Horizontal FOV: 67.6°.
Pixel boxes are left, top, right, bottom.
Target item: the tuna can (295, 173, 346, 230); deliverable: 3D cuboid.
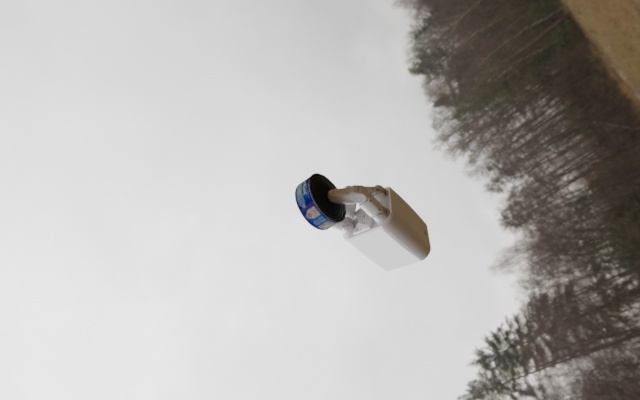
[{"bbox_3d":[0.000,0.003,0.746,0.034,0.086,0.086,-32,-17,29],"label":"tuna can"}]
